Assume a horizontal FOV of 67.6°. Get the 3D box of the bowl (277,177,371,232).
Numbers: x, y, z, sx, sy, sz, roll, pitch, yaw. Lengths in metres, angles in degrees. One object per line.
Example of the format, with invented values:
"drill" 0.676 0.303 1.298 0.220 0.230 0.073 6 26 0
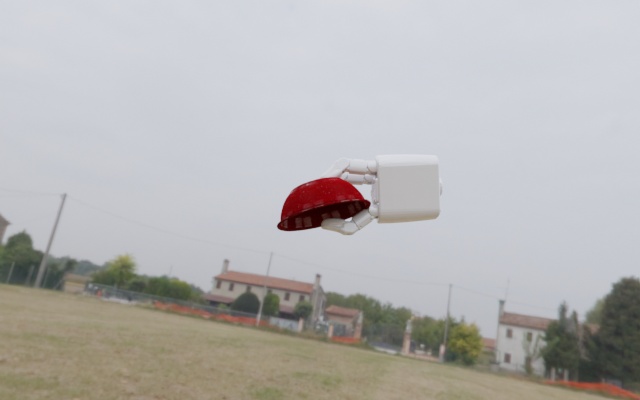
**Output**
"bowl" -0.001 0.002 0.799 0.162 0.055 0.162 -14 -14 -3
